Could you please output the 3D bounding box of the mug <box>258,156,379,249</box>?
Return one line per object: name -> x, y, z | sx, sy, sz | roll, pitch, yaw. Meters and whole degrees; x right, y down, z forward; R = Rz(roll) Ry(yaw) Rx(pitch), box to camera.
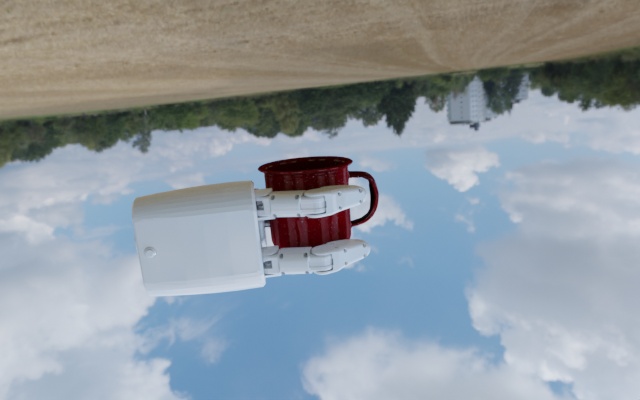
mug -> 0.002, 0.002, 0.478 | 0.117, 0.081, 0.093 | -6, 13, -5
